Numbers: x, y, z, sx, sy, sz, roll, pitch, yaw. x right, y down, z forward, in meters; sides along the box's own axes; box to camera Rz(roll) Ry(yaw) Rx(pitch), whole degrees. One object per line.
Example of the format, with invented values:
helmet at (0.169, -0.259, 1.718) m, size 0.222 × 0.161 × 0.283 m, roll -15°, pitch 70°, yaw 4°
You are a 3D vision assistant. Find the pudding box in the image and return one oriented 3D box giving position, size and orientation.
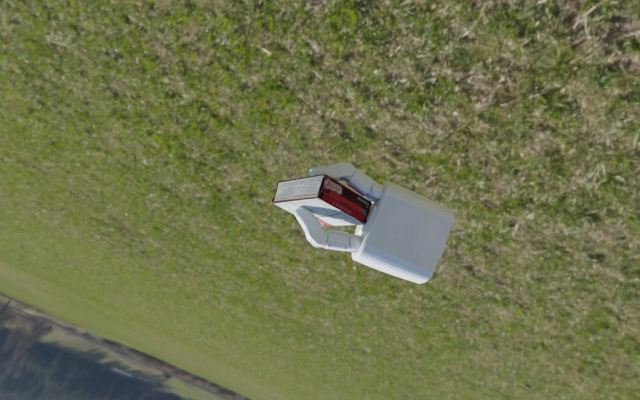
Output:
pudding box at (0.000, 0.002, 0.660) m, size 0.090 × 0.039 × 0.113 m, roll 30°, pitch -23°, yaw -33°
